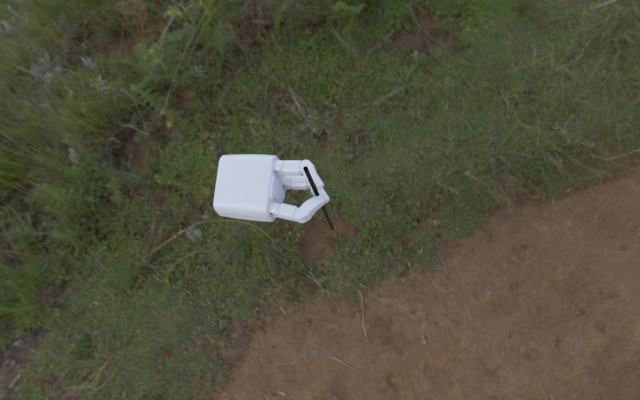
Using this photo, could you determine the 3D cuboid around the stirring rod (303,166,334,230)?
[{"bbox_3d":[0.000,0.003,0.856,0.011,0.011,0.240,0,-26,13],"label":"stirring rod"}]
